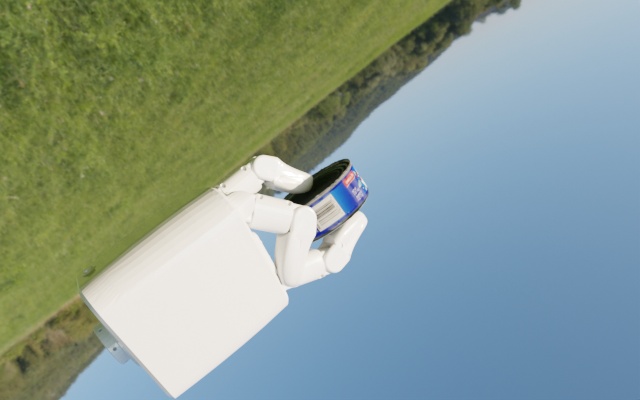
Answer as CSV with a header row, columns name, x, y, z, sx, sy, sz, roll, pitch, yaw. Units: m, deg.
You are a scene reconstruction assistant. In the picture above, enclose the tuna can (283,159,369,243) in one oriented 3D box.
name,x,y,z,sx,sy,sz,roll,pitch,yaw
tuna can,0.000,0.002,0.426,0.086,0.034,0.086,-34,14,10
